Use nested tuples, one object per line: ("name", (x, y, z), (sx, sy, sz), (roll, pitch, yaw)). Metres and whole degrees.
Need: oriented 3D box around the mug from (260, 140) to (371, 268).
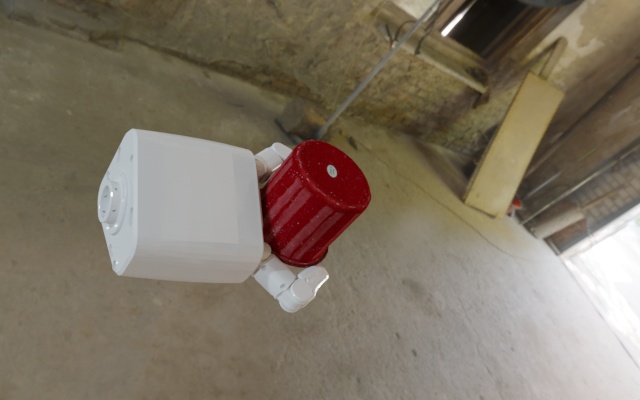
("mug", (0.001, 0.002, 0.440), (0.117, 0.093, 0.081), (7, -42, -40))
